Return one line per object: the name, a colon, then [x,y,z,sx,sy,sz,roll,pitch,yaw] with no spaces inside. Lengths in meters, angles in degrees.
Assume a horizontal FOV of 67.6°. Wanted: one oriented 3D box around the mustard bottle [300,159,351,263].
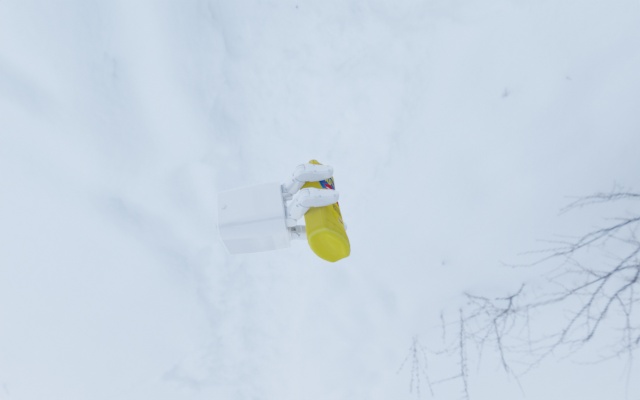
mustard bottle: [0.000,0.003,0.792,0.058,0.191,0.096,-25,-43,15]
